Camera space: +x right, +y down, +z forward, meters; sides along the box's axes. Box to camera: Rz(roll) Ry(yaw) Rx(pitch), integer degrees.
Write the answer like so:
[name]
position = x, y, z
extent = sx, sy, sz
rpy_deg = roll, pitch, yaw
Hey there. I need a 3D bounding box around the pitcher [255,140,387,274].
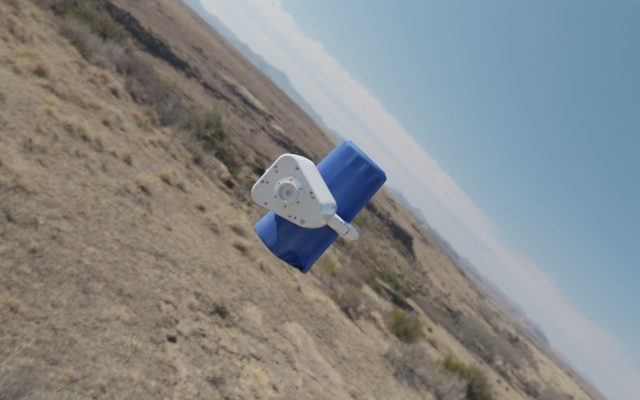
[pitcher]
position = 0.000, 0.003, 0.892
extent = 0.149, 0.243, 0.145
rpy_deg = 45, 7, 12
